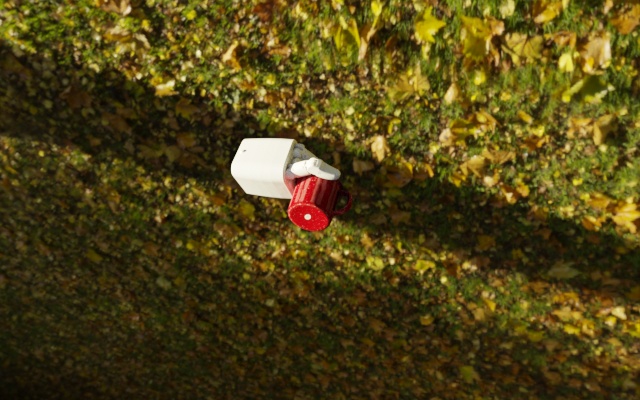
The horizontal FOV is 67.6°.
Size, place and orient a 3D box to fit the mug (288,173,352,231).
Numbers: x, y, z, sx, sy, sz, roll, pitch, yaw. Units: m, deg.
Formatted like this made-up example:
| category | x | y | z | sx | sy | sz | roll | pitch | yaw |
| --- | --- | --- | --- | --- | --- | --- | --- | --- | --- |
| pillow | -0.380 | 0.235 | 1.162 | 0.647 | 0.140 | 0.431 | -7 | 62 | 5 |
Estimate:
| category | x | y | z | sx | sy | sz | roll | pitch | yaw |
| --- | --- | --- | --- | --- | --- | --- | --- | --- | --- |
| mug | 0.001 | 0.003 | 0.873 | 0.117 | 0.081 | 0.093 | 5 | -40 | 15 |
